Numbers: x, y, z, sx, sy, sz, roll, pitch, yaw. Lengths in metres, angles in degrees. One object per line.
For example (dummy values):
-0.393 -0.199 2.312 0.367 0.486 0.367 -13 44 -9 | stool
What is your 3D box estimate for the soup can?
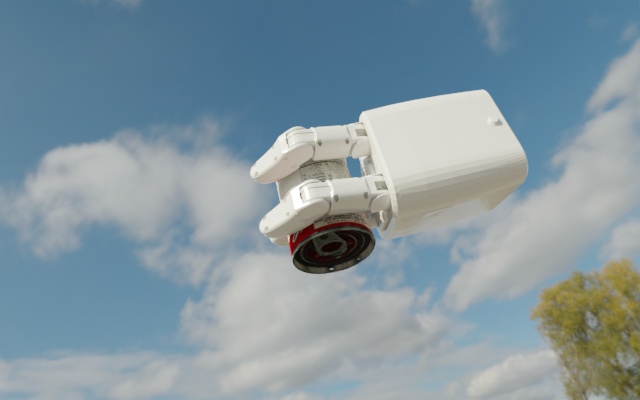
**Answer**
0.000 0.001 0.406 0.068 0.102 0.069 -10 -34 -7 | soup can
